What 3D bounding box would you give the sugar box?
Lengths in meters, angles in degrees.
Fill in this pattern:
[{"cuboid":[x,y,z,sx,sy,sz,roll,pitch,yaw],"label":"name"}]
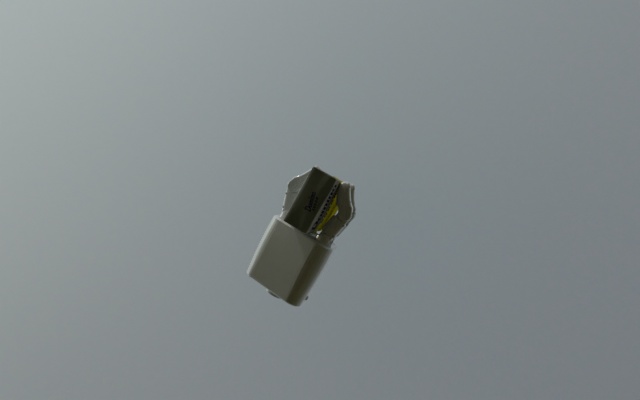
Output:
[{"cuboid":[0.001,0.003,0.765,0.048,0.093,0.176,30,4,8],"label":"sugar box"}]
